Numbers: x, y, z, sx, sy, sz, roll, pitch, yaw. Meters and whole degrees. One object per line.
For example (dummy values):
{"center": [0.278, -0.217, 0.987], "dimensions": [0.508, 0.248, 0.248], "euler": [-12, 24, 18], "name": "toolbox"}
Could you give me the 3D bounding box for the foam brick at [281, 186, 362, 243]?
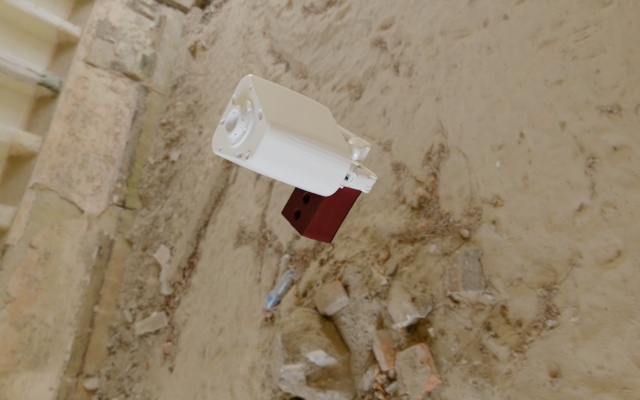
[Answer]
{"center": [0.000, 0.002, 0.564], "dimensions": [0.051, 0.078, 0.053], "euler": [15, 20, -44], "name": "foam brick"}
